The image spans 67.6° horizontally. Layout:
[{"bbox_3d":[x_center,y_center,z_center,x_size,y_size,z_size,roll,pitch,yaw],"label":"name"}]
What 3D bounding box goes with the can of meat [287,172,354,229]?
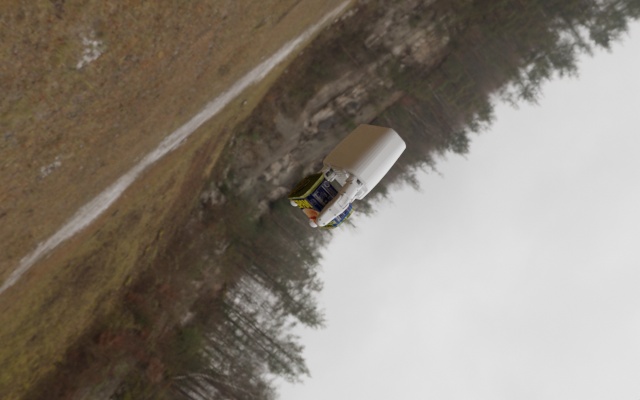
[{"bbox_3d":[0.000,0.003,0.829,0.084,0.057,0.102,46,-16,-15],"label":"can of meat"}]
